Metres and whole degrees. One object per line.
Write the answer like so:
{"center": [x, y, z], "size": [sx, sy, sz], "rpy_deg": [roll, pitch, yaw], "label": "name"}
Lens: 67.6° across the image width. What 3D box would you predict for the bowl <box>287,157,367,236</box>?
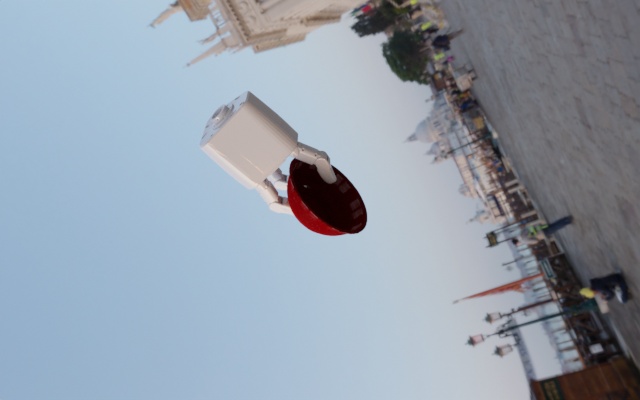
{"center": [0.001, 0.004, 0.789], "size": [0.162, 0.162, 0.055], "rpy_deg": [0, -37, -49], "label": "bowl"}
